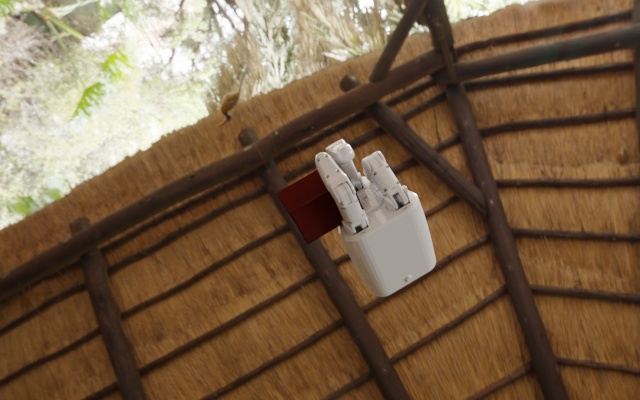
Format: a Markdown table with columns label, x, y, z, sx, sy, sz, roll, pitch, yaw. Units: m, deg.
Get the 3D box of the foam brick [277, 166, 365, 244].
| label | x | y | z | sx | sy | sz | roll | pitch | yaw |
| --- | --- | --- | --- | --- | --- | --- | --- | --- | --- |
| foam brick | 0.000 | 0.002 | 0.545 | 0.078 | 0.051 | 0.053 | -30 | 34 | -5 |
